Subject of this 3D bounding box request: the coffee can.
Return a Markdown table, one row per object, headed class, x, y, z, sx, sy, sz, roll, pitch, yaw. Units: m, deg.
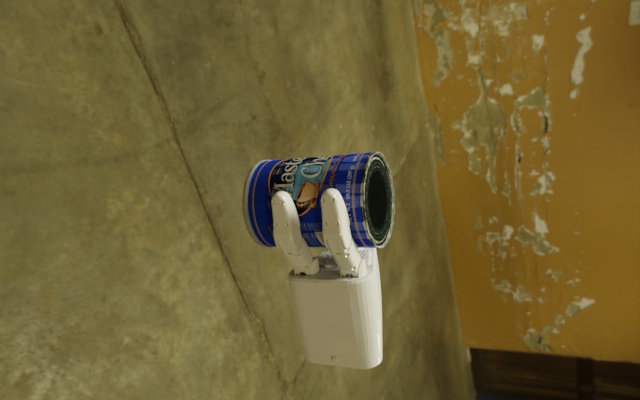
| class | x | y | z | sx | sy | sz | roll | pitch | yaw |
| --- | --- | --- | --- | --- | --- | --- | --- | --- | --- |
| coffee can | 0.000 | 0.002 | 0.530 | 0.140 | 0.103 | 0.103 | -2 | -1 | 25 |
